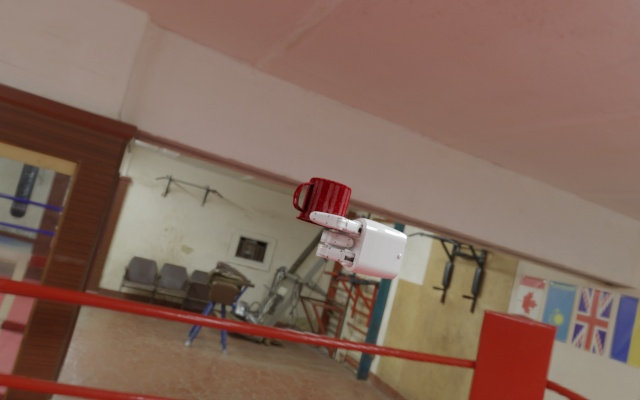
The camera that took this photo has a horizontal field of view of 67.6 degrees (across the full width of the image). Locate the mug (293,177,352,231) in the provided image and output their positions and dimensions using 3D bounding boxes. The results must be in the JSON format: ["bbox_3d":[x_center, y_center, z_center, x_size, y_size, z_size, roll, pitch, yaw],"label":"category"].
[{"bbox_3d":[-0.001,0.002,0.880,0.117,0.081,0.093,19,-6,-32],"label":"mug"}]
